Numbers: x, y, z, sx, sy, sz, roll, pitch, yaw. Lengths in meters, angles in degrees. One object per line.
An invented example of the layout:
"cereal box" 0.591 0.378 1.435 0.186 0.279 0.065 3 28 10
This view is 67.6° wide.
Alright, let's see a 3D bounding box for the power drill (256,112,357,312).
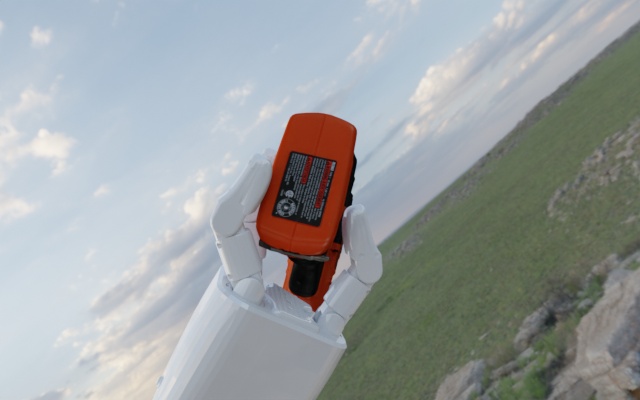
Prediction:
"power drill" 0.000 0.001 0.421 0.057 0.184 0.188 10 -19 8
